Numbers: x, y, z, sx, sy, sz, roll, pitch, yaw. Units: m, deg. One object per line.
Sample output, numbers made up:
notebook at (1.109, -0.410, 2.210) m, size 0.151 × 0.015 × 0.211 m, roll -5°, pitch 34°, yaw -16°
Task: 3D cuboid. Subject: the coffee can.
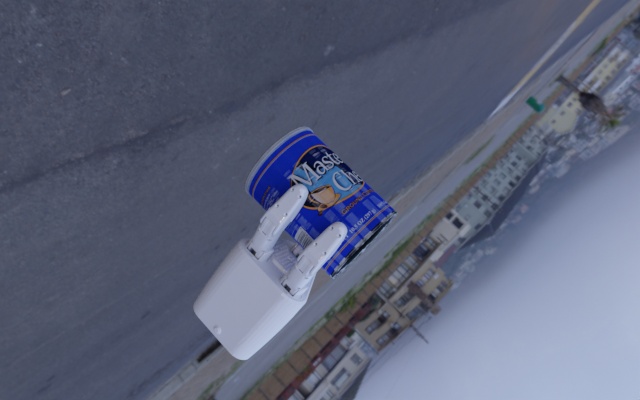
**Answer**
coffee can at (0.000, 0.001, 0.532) m, size 0.140 × 0.103 × 0.103 m, roll 44°, pitch 11°, yaw 11°
